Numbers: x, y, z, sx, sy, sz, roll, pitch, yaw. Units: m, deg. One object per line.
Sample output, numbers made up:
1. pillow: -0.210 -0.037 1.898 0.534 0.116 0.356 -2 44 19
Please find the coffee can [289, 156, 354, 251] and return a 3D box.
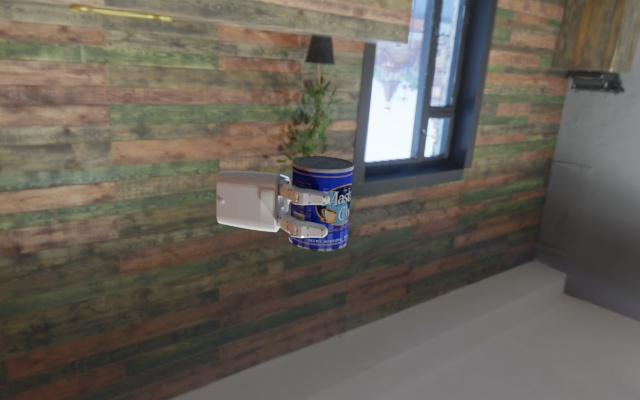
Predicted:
1. coffee can: 0.000 0.003 0.814 0.103 0.140 0.102 3 16 -1
